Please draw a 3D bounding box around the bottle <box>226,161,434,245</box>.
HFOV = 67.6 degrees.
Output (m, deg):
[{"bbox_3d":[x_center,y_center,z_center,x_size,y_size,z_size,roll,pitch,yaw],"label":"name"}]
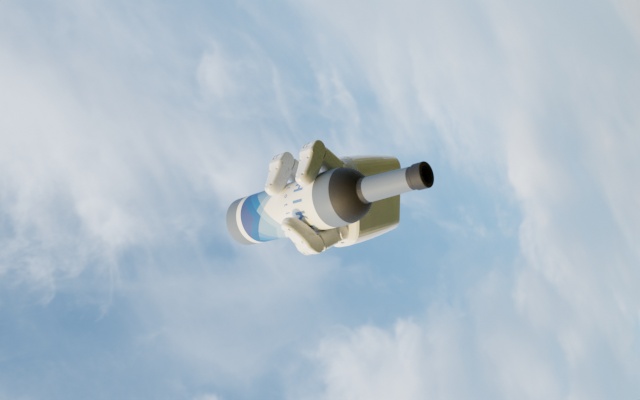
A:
[{"bbox_3d":[0.000,0.002,0.570,0.296,0.069,0.069,-15,-10,42],"label":"bottle"}]
